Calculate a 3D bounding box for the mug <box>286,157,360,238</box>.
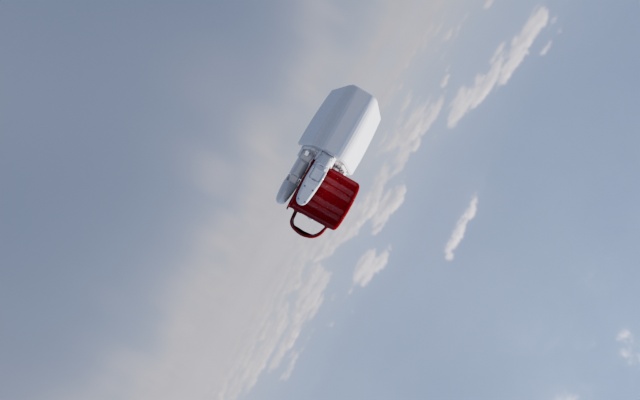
[{"bbox_3d":[0.000,0.004,0.717,0.081,0.117,0.093,29,-2,-2],"label":"mug"}]
